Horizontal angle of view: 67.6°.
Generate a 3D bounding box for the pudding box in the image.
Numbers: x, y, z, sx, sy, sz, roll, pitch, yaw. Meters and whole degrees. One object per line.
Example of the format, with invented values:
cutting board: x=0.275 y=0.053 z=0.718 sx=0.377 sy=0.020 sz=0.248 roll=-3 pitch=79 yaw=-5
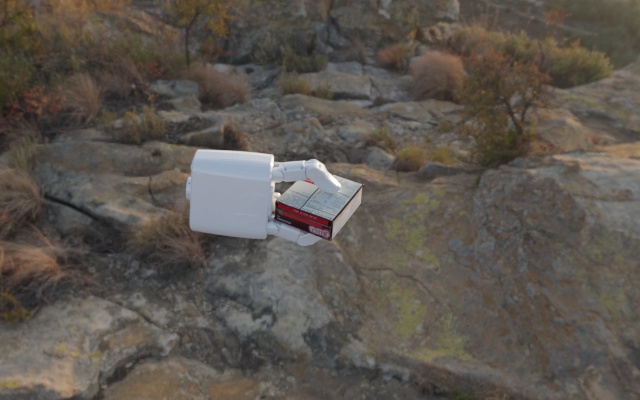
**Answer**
pudding box: x=0.000 y=0.002 z=0.679 sx=0.090 sy=0.039 sz=0.113 roll=21 pitch=39 yaw=19
